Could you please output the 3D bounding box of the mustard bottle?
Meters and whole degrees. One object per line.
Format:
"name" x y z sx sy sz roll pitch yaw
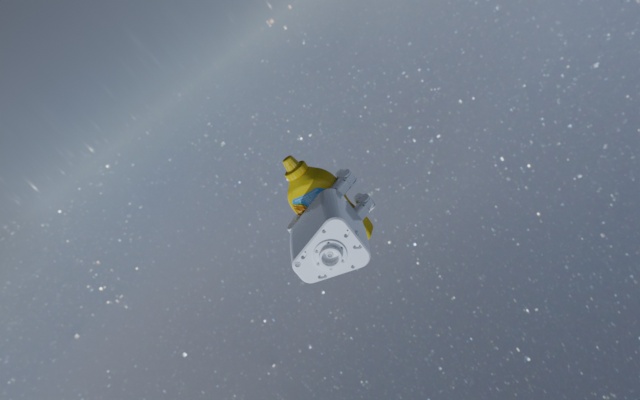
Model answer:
"mustard bottle" 0.000 0.003 0.811 0.096 0.192 0.058 -25 23 33
